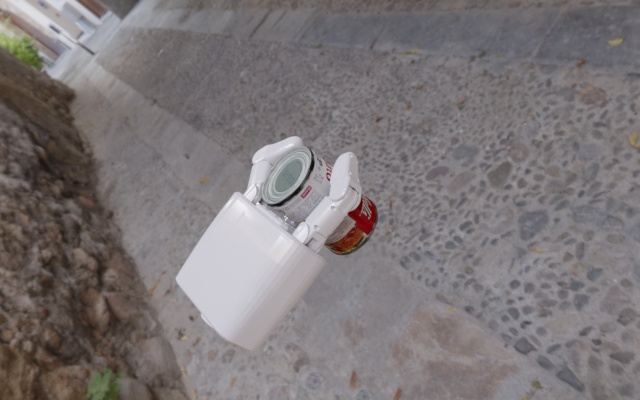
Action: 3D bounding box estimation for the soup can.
[{"bbox_3d":[0.000,0.001,0.472,0.068,0.068,0.102,0,-31,49],"label":"soup can"}]
